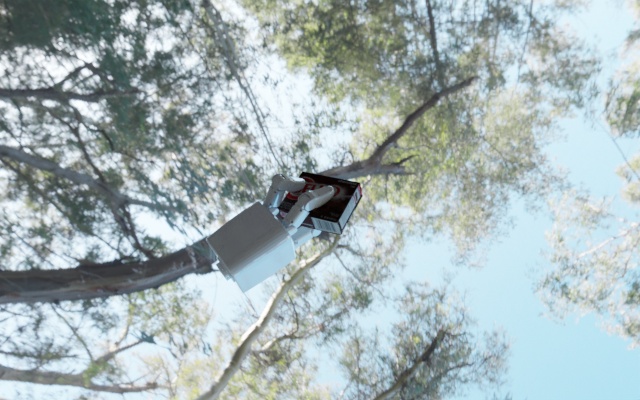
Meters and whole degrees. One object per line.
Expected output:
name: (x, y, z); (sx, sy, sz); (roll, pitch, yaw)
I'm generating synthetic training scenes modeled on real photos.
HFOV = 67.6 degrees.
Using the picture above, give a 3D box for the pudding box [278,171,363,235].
pudding box: (0.000, 0.003, 0.779); (0.113, 0.090, 0.039); (14, -36, 25)
